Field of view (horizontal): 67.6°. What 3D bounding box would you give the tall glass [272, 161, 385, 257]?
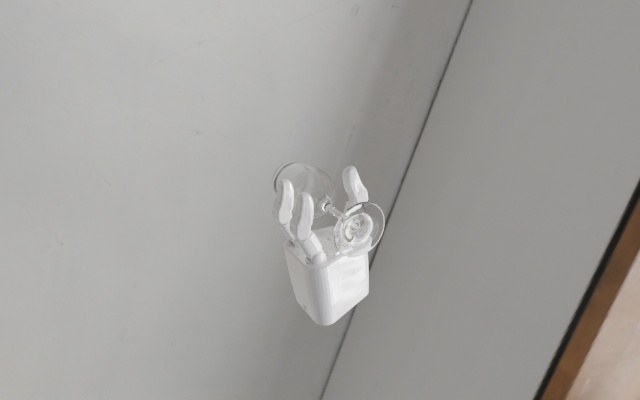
[{"bbox_3d":[0.000,0.002,0.664,0.079,0.079,0.201,0,21,-31],"label":"tall glass"}]
